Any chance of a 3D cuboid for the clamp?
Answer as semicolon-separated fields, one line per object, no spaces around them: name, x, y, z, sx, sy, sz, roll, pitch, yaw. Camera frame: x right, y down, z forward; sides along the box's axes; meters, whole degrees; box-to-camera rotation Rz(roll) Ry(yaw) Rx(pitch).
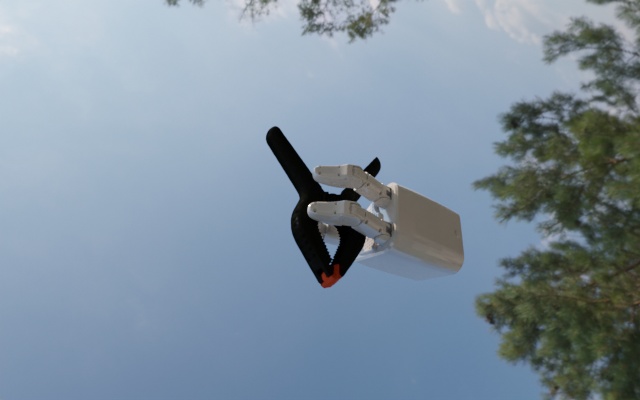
clamp;0.000;0.003;0.580;0.164;0.209;0.036;19;-39;-17
